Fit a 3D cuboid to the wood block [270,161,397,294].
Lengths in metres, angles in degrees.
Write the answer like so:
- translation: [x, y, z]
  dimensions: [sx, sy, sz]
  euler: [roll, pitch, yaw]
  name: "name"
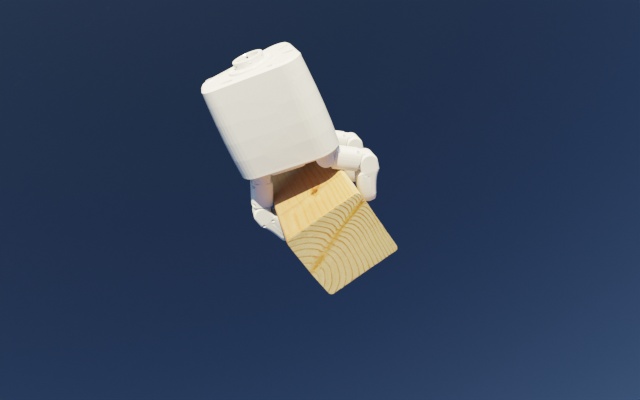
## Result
- translation: [0.000, 0.002, 0.577]
  dimensions: [0.091, 0.090, 0.206]
  euler: [-35, 29, 4]
  name: "wood block"
